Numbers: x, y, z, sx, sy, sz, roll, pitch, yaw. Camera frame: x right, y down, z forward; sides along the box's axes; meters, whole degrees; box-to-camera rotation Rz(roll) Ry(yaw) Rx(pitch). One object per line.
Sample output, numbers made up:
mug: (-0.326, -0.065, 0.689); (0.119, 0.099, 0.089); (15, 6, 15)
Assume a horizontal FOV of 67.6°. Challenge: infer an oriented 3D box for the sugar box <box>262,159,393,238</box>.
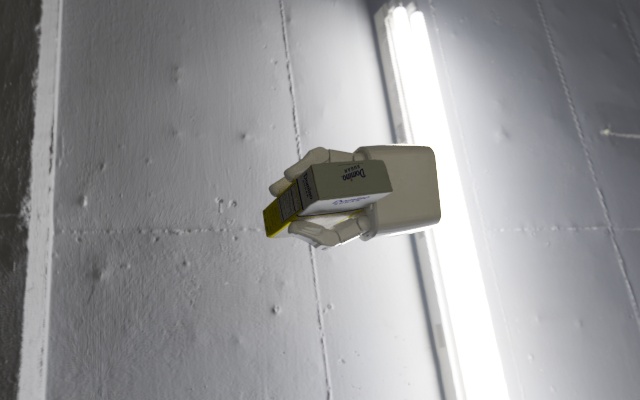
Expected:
sugar box: (0.000, 0.001, 0.573); (0.093, 0.048, 0.176); (-6, -16, -26)
